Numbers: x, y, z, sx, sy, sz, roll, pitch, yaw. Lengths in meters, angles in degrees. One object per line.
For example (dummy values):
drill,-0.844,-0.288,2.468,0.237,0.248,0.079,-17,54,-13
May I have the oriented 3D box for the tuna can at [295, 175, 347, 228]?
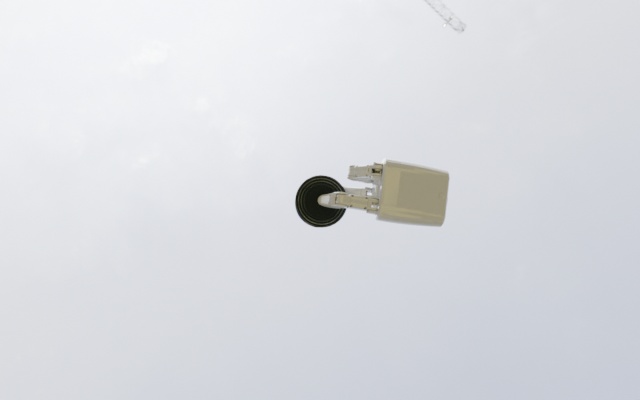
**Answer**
tuna can,0.000,0.003,0.790,0.086,0.086,0.034,0,-5,-6
